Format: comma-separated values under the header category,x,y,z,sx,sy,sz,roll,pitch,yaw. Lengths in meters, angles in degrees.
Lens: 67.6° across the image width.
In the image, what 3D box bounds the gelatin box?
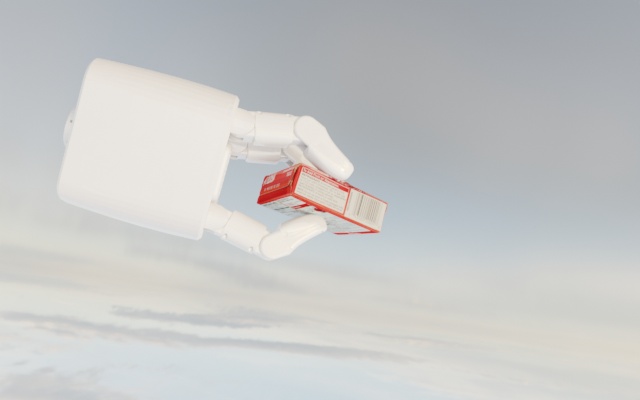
category,x,y,z,sx,sy,sz,roll,pitch,yaw
gelatin box,0.000,0.002,0.408,0.089,0.030,0.073,24,-16,-23
